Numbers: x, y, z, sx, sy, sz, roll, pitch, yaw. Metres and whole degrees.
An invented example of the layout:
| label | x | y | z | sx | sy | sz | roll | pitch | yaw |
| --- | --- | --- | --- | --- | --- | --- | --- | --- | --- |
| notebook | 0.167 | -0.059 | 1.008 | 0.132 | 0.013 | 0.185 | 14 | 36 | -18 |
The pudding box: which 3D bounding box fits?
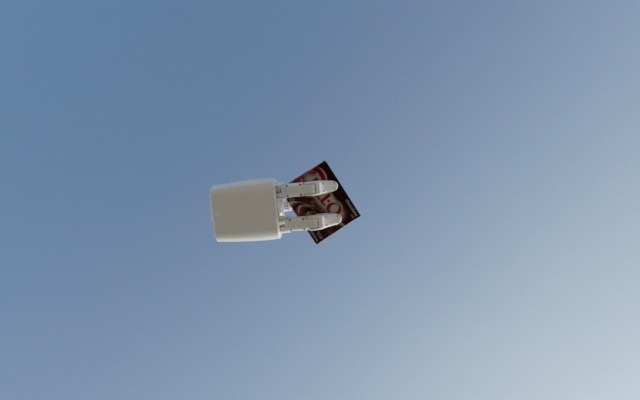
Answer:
| label | x | y | z | sx | sy | sz | roll | pitch | yaw |
| --- | --- | --- | --- | --- | --- | --- | --- | --- | --- |
| pudding box | 0.000 | 0.003 | 0.806 | 0.090 | 0.113 | 0.039 | -33 | 5 | 1 |
